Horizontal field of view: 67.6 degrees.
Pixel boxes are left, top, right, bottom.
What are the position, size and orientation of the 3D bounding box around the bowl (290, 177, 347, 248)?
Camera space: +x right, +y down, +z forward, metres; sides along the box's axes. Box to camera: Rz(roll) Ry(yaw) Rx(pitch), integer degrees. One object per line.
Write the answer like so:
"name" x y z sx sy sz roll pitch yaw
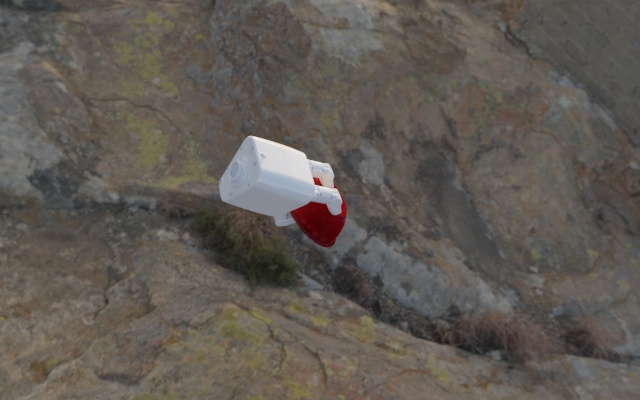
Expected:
"bowl" 0.001 0.003 0.877 0.055 0.162 0.162 -32 -13 22
